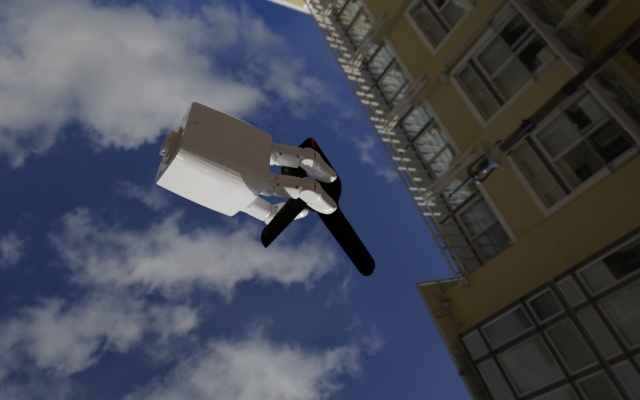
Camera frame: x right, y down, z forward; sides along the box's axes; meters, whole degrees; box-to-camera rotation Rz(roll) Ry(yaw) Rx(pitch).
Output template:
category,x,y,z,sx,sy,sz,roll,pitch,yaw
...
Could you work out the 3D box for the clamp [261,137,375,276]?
category,x,y,z,sx,sy,sz,roll,pitch,yaw
clamp,-0.001,0.002,0.639,0.164,0.209,0.036,26,-49,-26
